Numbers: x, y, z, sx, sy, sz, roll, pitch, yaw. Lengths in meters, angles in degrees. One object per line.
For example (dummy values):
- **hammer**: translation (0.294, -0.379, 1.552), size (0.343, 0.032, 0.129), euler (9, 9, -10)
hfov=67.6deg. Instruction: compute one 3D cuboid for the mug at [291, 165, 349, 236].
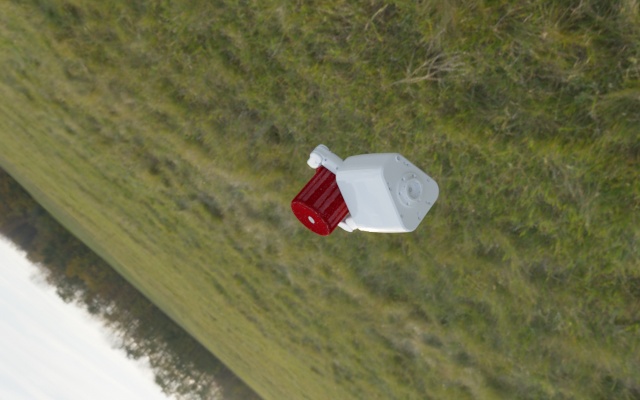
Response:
- **mug**: translation (-0.001, 0.003, 0.782), size (0.081, 0.093, 0.117), euler (-49, 22, -23)
